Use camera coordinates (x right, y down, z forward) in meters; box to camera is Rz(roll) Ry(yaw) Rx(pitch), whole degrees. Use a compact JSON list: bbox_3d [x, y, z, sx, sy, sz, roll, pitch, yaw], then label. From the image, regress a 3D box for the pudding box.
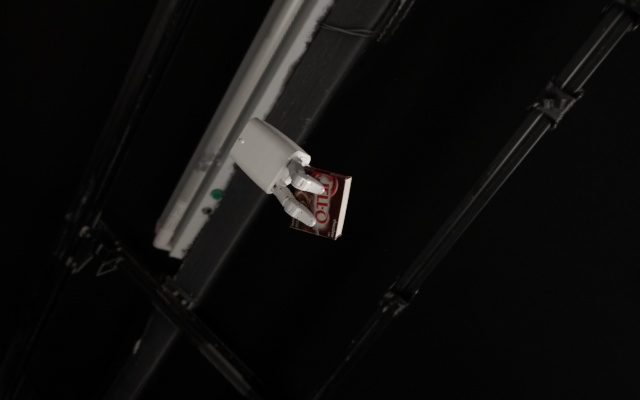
[{"bbox_3d":[0.000,0.003,0.843,0.090,0.113,0.039,15,17,21],"label":"pudding box"}]
